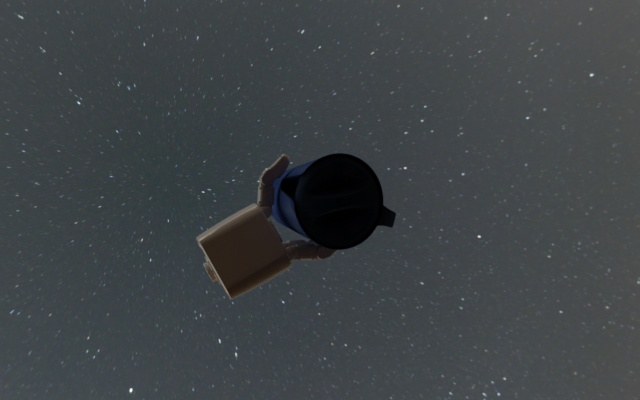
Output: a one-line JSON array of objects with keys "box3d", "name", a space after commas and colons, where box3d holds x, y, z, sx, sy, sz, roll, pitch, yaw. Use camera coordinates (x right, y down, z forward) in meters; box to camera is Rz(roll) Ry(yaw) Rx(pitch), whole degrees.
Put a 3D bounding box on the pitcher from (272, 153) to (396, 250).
[{"box3d": [0.000, 0.003, 0.767, 0.145, 0.149, 0.243, -31, 11, -15], "name": "pitcher"}]
